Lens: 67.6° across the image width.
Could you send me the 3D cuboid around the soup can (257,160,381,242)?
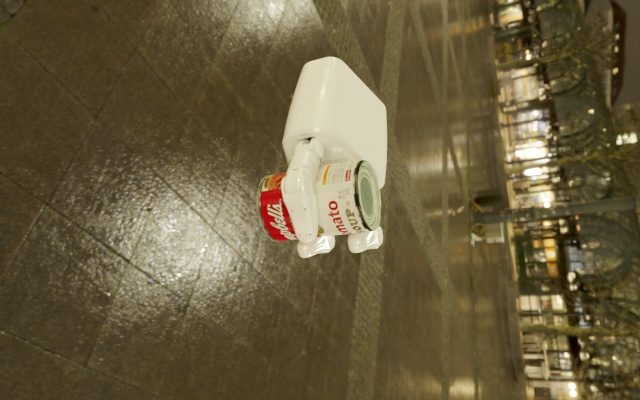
[{"bbox_3d":[0.000,0.002,0.457,0.102,0.068,0.068,-8,-3,24],"label":"soup can"}]
